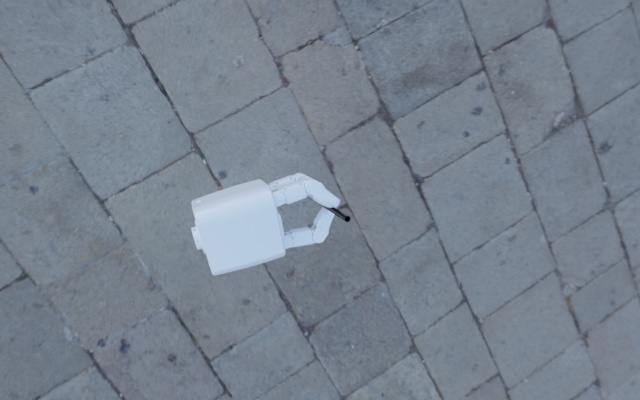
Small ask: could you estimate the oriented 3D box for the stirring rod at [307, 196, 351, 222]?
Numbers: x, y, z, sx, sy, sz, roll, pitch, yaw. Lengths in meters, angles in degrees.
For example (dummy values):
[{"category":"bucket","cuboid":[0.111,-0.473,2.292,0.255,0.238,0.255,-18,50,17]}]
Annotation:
[{"category":"stirring rod","cuboid":[0.000,0.002,0.725,0.011,0.011,0.239,0,10,-17]}]
